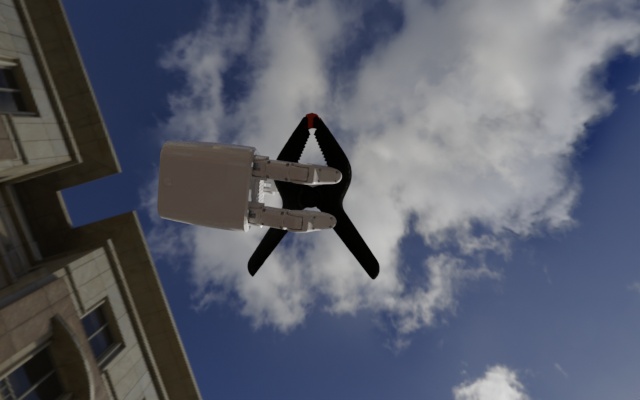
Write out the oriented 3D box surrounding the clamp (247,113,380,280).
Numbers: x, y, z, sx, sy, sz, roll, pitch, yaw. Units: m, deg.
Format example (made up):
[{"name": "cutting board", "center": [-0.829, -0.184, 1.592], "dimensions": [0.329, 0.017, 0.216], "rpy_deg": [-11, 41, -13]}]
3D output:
[{"name": "clamp", "center": [0.000, 0.001, 0.582], "dimensions": [0.164, 0.210, 0.036], "rpy_deg": [7, 10, 3]}]
